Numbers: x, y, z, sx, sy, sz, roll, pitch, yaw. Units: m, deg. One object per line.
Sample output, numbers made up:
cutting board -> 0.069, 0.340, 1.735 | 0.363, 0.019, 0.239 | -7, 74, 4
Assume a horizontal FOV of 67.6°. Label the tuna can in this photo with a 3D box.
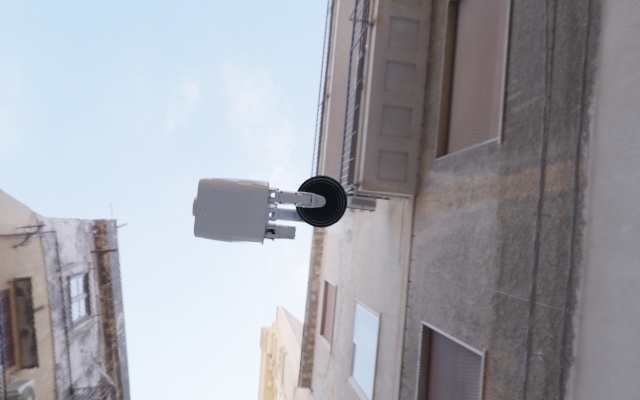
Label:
tuna can -> 0.000, 0.003, 0.789 | 0.086, 0.086, 0.034 | 0, -3, -3
